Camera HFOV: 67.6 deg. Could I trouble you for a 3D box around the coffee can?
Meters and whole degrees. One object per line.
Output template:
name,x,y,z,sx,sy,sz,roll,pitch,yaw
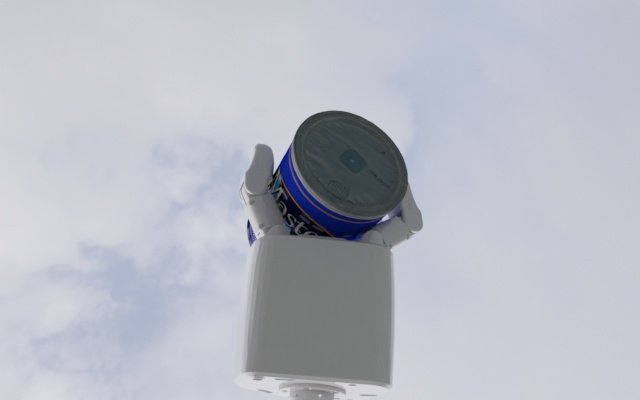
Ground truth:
coffee can,0.000,0.001,0.438,0.103,0.102,0.140,0,-29,-26
